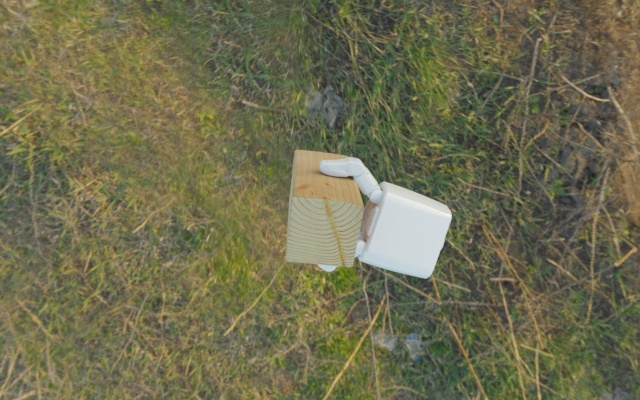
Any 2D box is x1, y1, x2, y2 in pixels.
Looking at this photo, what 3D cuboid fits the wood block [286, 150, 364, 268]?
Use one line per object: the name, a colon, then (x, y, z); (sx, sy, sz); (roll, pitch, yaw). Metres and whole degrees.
wood block: (0.001, 0.002, 0.685); (0.090, 0.091, 0.206); (7, 21, -5)
